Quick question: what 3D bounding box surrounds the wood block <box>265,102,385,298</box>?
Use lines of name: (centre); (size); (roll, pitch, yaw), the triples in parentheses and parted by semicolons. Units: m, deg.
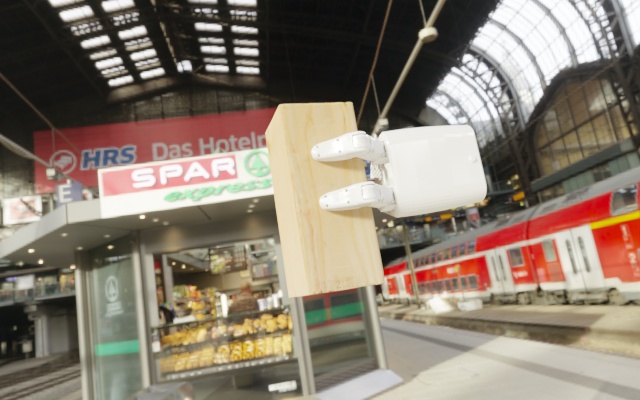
wood block: (0.000, 0.002, 0.551); (0.090, 0.206, 0.091); (-6, -12, -17)
